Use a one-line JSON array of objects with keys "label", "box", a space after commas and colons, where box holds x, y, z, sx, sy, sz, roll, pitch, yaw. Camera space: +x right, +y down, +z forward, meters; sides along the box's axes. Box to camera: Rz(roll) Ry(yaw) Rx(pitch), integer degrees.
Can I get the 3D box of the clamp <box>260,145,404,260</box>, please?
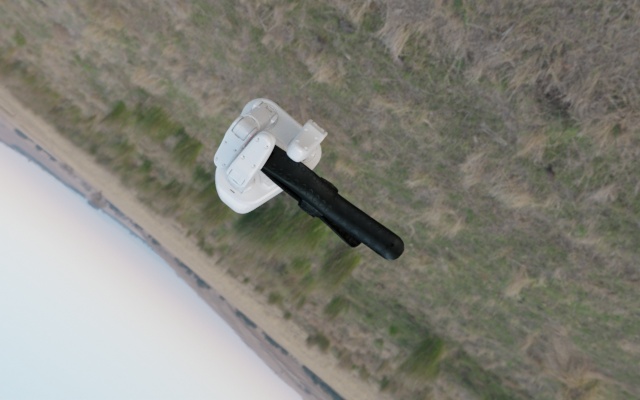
[{"label": "clamp", "box": [0.000, 0.002, 0.486, 0.171, 0.039, 0.120, 40, -15, -4]}]
